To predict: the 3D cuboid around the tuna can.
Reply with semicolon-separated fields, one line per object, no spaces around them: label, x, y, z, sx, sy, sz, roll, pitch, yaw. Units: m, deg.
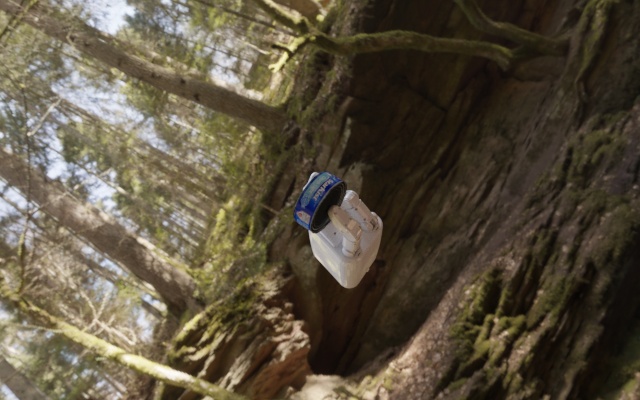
tuna can;0.000;0.002;0.675;0.033;0.086;0.086;32;11;19
